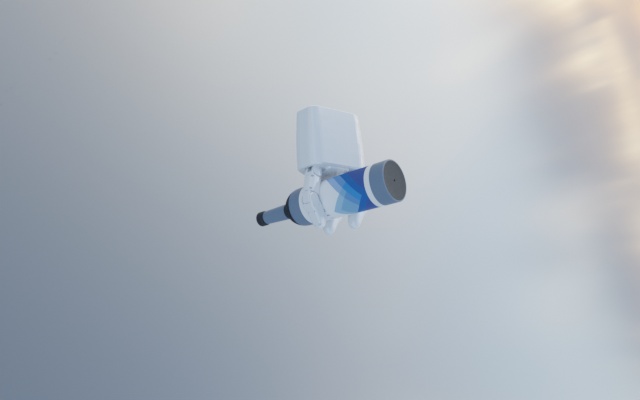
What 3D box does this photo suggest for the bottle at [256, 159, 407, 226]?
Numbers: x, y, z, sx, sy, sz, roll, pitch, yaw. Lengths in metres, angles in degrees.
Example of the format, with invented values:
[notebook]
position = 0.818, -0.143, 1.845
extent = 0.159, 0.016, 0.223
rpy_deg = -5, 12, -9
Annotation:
[bottle]
position = 0.000, 0.003, 0.802
extent = 0.296, 0.069, 0.069
rpy_deg = -16, -10, 38
